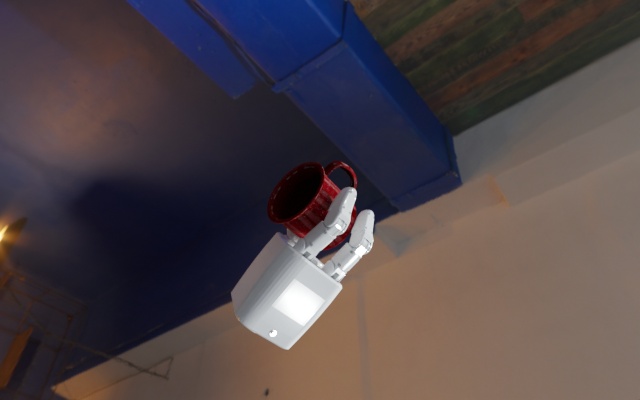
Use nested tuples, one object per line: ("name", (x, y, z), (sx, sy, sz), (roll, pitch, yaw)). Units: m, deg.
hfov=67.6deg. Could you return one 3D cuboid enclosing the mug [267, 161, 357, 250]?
("mug", (0.001, 0.001, 0.616), (0.081, 0.117, 0.093), (42, -3, -34))
